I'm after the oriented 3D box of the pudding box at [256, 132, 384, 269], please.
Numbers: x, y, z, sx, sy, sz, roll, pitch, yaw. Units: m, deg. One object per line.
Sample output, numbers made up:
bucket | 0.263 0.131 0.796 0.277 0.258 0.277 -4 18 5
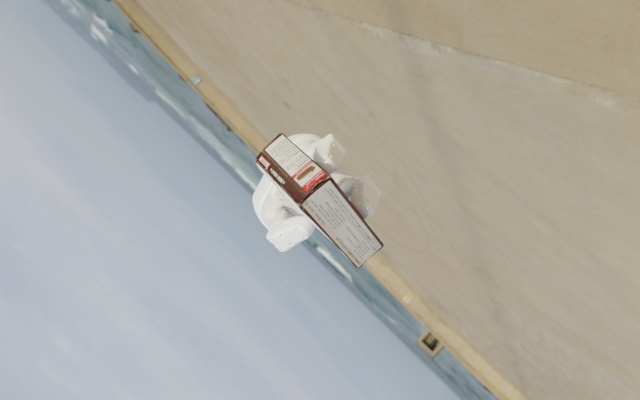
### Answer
pudding box | 0.000 0.002 0.433 0.090 0.039 0.113 43 -3 46
